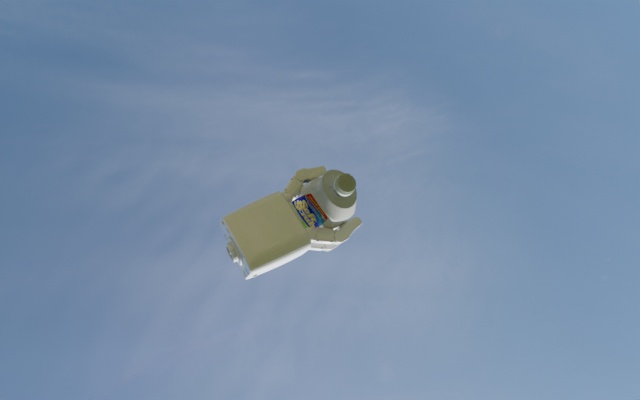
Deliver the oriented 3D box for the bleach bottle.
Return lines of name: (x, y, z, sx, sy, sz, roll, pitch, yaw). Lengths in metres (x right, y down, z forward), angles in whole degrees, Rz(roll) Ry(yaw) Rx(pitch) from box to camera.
bleach bottle: (0.000, 0.003, 0.796, 0.068, 0.102, 0.251, -24, -9, -21)
